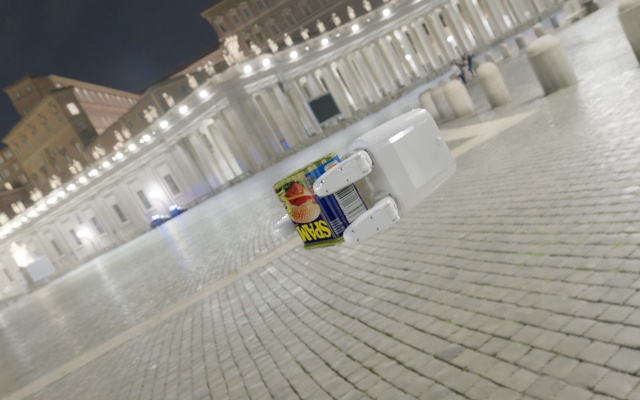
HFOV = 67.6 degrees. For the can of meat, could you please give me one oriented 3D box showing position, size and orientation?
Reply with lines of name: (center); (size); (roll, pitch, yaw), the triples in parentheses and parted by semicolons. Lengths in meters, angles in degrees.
can of meat: (0.000, 0.001, 0.515); (0.057, 0.084, 0.102); (-32, 6, -28)
